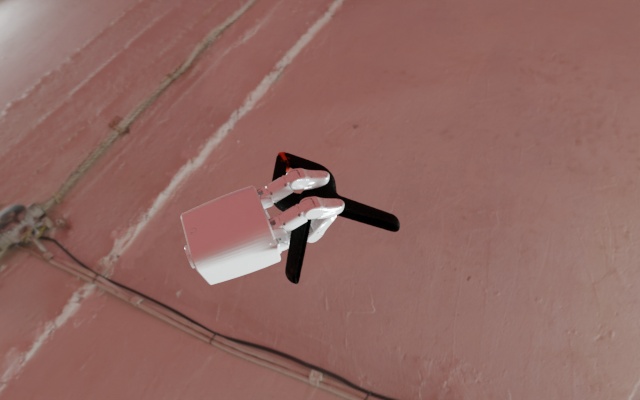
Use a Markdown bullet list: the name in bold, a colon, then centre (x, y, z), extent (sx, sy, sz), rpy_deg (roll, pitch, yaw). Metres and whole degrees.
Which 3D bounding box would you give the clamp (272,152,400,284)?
- **clamp**: centre (0.000, 0.002, 0.668), extent (0.164, 0.209, 0.036), rpy_deg (-20, -38, -10)
